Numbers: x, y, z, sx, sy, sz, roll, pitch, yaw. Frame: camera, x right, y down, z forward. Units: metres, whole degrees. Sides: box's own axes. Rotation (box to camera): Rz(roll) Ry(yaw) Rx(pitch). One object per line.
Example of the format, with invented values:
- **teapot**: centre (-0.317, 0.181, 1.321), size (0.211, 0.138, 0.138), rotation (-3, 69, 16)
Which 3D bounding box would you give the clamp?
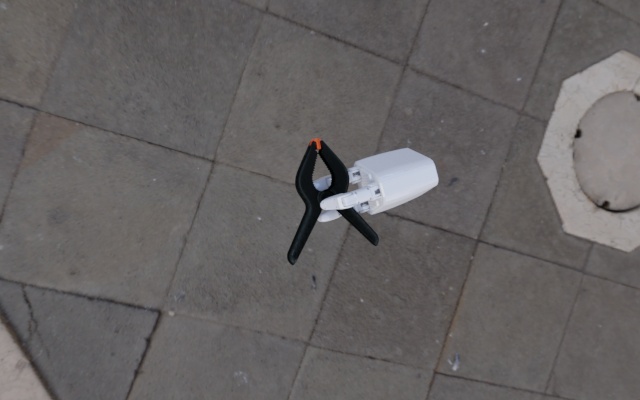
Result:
- **clamp**: centre (0.000, 0.002, 0.808), size (0.164, 0.210, 0.036), rotation (-18, 8, -15)
